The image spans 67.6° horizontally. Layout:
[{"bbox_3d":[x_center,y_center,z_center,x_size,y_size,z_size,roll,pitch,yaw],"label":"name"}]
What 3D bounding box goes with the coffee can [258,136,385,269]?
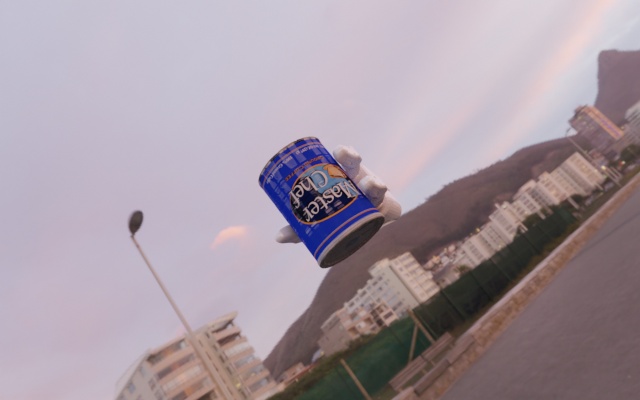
[{"bbox_3d":[0.000,0.002,0.621,0.103,0.140,0.103,-34,-20,-14],"label":"coffee can"}]
